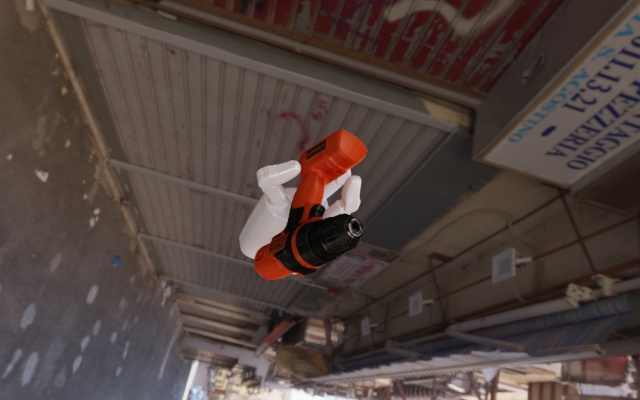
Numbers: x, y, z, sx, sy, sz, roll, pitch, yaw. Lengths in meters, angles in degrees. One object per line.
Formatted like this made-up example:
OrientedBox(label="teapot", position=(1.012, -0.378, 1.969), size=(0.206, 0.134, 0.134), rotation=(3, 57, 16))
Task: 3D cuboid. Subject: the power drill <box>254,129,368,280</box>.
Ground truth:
OrientedBox(label="power drill", position=(0.000, 0.002, 0.592), size=(0.057, 0.187, 0.184), rotation=(38, -38, -23))
